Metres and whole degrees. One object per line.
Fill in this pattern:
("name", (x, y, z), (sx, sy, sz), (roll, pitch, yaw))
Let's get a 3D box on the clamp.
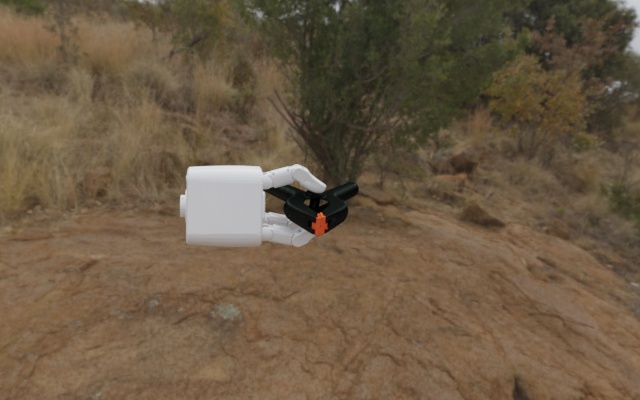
("clamp", (0.000, 0.002, 0.734), (0.164, 0.036, 0.210), (0, 18, -12))
